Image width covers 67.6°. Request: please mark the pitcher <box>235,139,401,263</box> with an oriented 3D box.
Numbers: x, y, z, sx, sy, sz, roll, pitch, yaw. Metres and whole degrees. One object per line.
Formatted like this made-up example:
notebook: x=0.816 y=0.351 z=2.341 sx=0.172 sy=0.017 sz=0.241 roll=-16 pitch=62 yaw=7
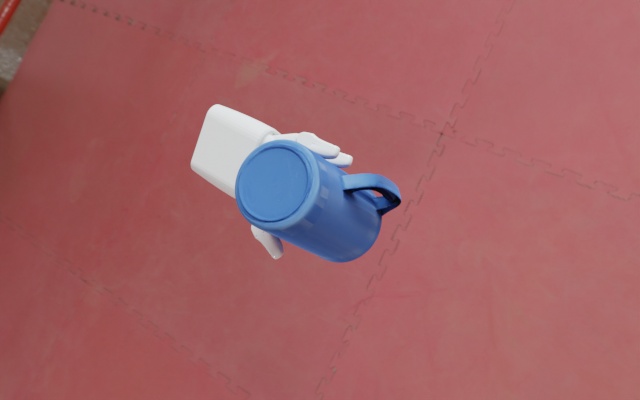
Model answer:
pitcher: x=0.000 y=0.002 z=0.637 sx=0.145 sy=0.149 sz=0.243 roll=31 pitch=0 yaw=24
